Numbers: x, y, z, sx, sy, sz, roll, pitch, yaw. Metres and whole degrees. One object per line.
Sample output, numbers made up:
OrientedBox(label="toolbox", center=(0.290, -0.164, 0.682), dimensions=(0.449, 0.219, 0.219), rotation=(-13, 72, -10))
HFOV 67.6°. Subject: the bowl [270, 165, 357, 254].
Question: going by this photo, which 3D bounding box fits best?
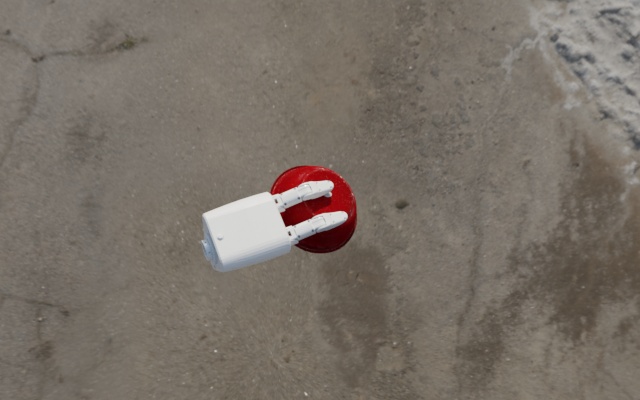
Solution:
OrientedBox(label="bowl", center=(0.001, 0.002, 0.785), dimensions=(0.162, 0.162, 0.055), rotation=(0, -24, -27))
